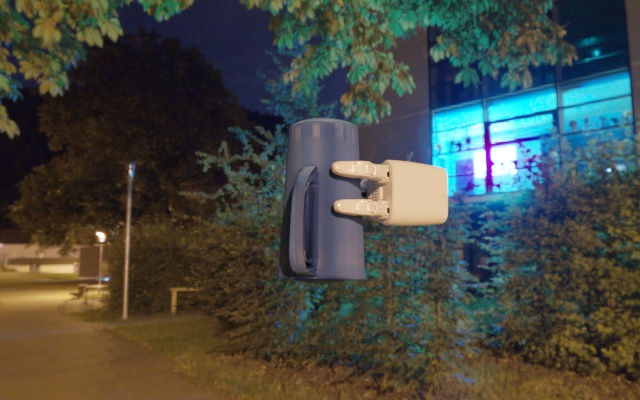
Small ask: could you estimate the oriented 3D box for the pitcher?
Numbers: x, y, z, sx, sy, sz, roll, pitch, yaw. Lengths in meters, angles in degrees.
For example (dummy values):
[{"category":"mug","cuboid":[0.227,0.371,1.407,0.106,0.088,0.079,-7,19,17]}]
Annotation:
[{"category":"pitcher","cuboid":[0.000,0.002,0.720,0.145,0.243,0.149,4,-8,-24]}]
